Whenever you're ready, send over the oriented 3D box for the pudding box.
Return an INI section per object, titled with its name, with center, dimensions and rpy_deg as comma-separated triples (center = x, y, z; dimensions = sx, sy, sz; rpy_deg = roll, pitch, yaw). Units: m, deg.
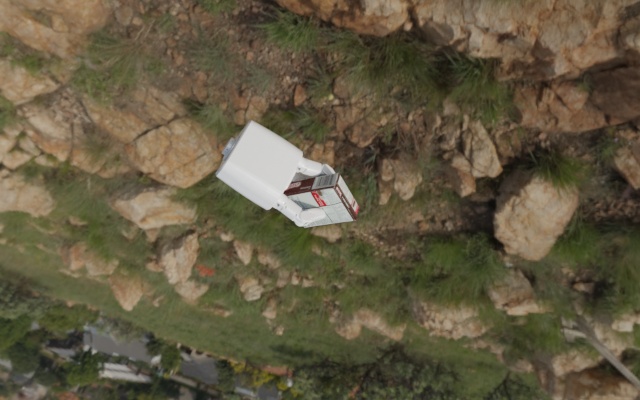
[pudding box]
center = 0.000, 0.003, 0.853
dimensions = 0.113, 0.039, 0.090
rpy_deg = -9, -47, 31
